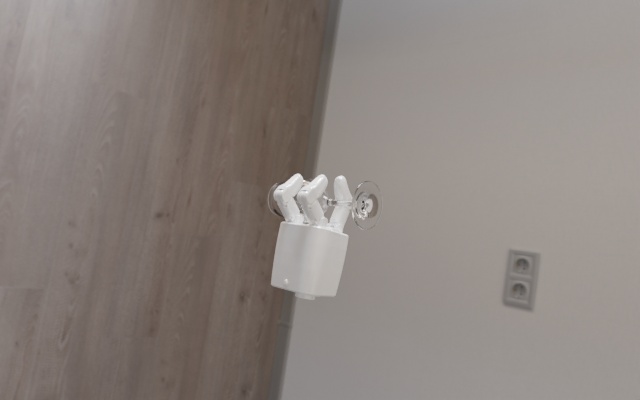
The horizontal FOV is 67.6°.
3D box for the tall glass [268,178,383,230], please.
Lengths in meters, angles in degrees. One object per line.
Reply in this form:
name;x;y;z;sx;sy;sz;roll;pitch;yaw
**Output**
tall glass;0.001;0.002;0.791;0.201;0.079;0.079;4;3;44
